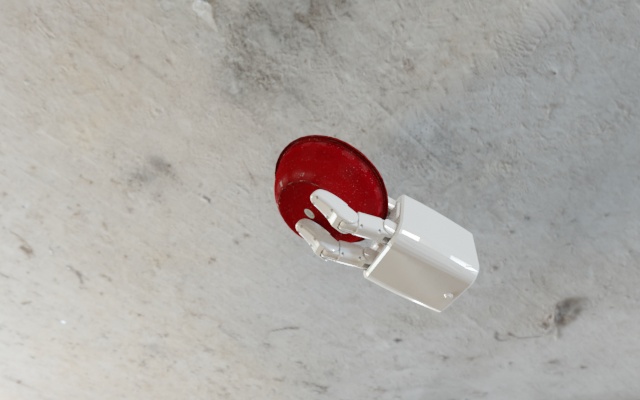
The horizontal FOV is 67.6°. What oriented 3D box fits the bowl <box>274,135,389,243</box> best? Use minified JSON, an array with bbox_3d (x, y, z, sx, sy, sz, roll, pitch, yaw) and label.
[{"bbox_3d":[-0.001,0.002,0.598,0.162,0.162,0.055,0,32,32],"label":"bowl"}]
